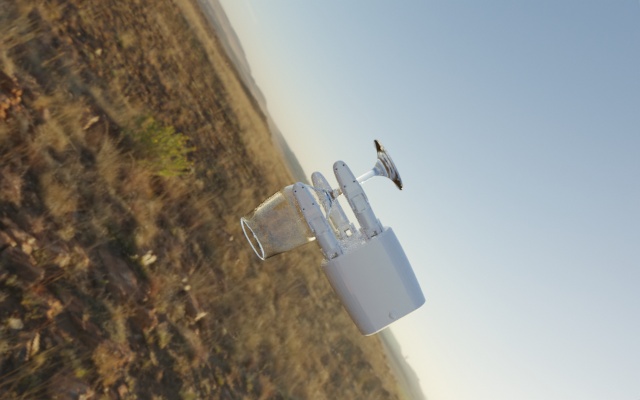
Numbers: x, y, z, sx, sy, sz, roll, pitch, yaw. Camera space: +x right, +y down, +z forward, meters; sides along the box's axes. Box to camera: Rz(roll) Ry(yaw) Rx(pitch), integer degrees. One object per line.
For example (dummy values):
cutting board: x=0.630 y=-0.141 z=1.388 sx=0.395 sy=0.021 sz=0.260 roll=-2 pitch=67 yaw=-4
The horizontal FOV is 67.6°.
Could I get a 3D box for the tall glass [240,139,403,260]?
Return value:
tall glass: x=0.001 y=0.002 z=0.610 sx=0.201 sy=0.079 sz=0.079 roll=-28 pitch=0 yaw=0
